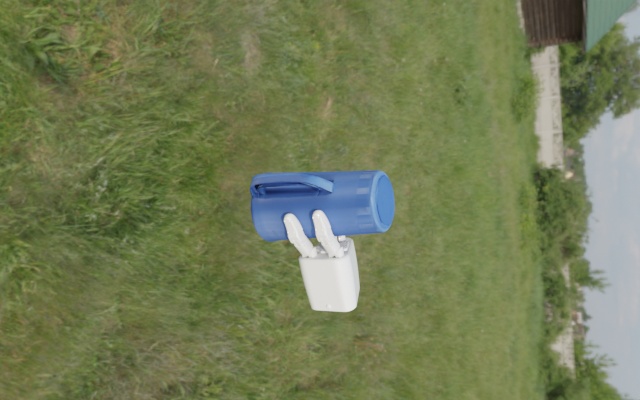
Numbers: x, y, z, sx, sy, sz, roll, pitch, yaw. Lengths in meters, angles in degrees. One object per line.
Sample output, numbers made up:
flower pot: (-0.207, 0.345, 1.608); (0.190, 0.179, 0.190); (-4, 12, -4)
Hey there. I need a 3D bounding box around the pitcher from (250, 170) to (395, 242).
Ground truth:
pitcher: (0.000, 0.003, 0.863); (0.243, 0.145, 0.149); (-4, 14, 27)
